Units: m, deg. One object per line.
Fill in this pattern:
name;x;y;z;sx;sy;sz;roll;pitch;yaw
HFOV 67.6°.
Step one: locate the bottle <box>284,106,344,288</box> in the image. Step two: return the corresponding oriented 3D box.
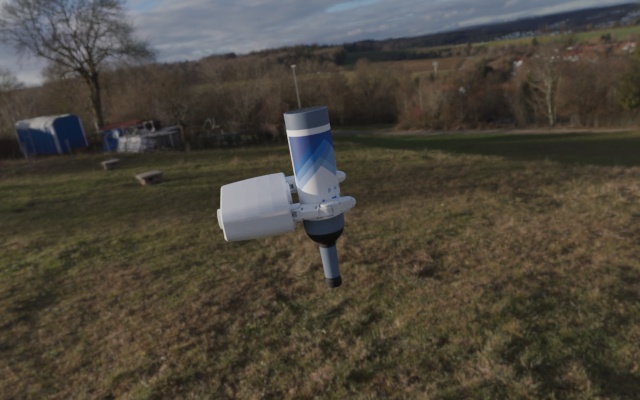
bottle;0.000;0.002;0.763;0.069;0.296;0.069;-9;17;3
